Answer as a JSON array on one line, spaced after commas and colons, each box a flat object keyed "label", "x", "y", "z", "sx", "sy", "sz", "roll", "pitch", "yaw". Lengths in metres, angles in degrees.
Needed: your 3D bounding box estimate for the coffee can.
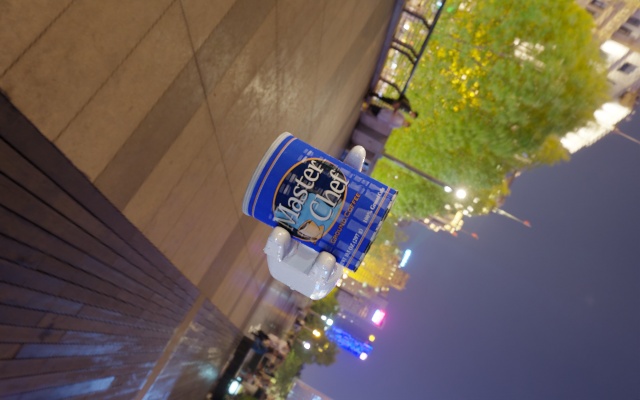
[{"label": "coffee can", "x": 0.000, "y": 0.002, "z": 0.527, "sx": 0.140, "sy": 0.103, "sz": 0.103, "roll": 28, "pitch": 3, "yaw": 5}]
